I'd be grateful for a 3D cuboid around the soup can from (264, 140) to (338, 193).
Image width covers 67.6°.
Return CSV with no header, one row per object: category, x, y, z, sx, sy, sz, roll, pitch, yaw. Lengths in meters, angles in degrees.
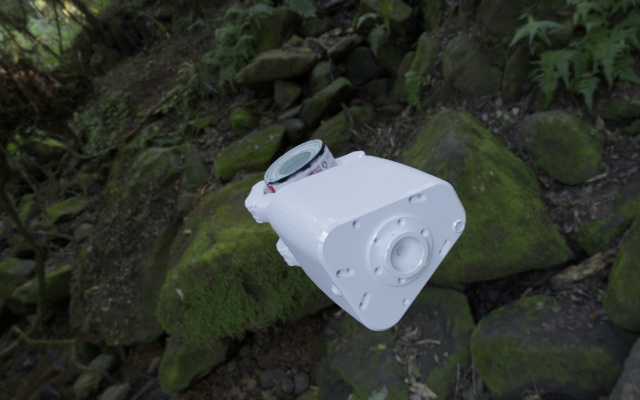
soup can,0.000,0.001,0.462,0.068,0.102,0.068,-28,23,13
